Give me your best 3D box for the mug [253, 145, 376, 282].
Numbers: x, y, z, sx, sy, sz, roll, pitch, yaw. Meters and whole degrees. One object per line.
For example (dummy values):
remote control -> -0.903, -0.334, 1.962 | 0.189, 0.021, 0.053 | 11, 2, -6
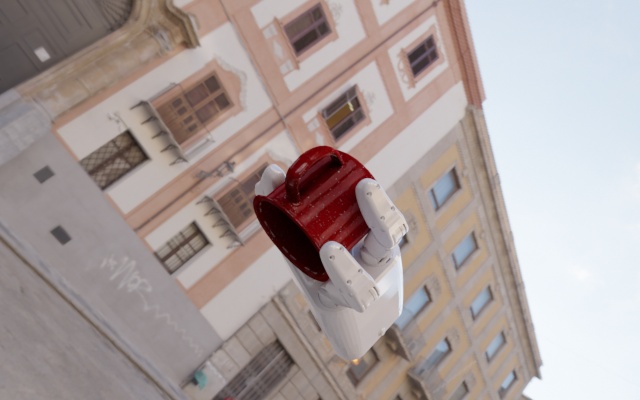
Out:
mug -> 0.000, 0.000, 0.406 | 0.081, 0.117, 0.093 | -41, 52, -22
